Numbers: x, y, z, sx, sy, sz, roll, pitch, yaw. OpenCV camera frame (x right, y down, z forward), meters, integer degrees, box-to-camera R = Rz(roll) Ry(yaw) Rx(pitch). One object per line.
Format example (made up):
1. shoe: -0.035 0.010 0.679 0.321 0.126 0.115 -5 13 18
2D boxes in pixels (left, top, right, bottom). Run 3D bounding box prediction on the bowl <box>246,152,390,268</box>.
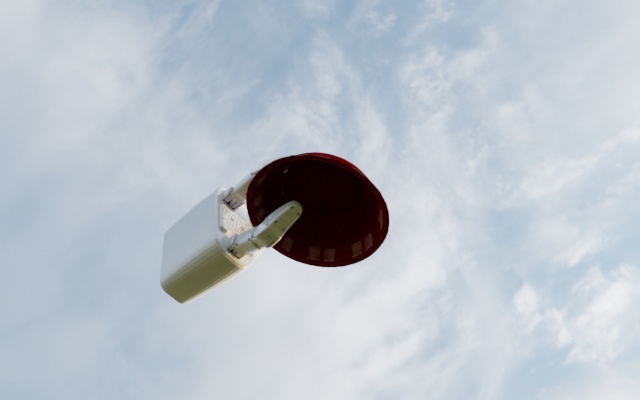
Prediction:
1. bowl: 0.001 0.001 0.545 0.162 0.162 0.055 0 39 15
